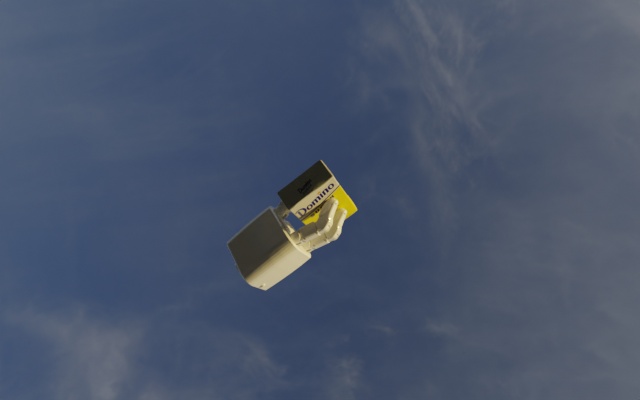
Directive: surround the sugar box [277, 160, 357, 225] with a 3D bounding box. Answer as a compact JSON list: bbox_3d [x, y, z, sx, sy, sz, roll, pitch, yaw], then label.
[{"bbox_3d":[0.000,0.003,0.844,0.093,0.048,0.176,-38,-23,3],"label":"sugar box"}]
